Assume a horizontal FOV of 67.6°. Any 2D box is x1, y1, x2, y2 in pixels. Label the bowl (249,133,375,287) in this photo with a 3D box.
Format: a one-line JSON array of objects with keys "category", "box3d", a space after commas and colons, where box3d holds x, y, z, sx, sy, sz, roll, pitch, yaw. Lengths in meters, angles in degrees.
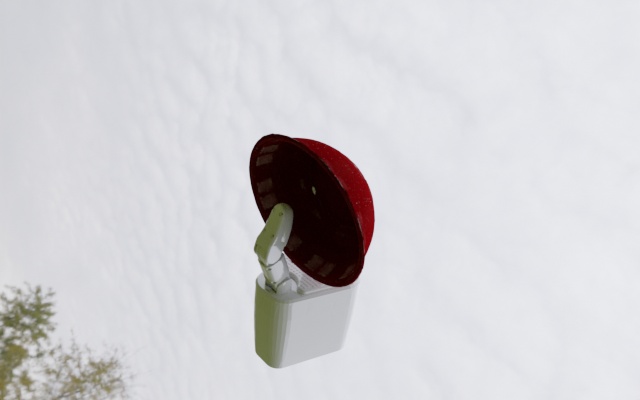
[{"category": "bowl", "box3d": [0.001, 0.000, 0.464, 0.055, 0.162, 0.162, -31, 18, -32]}]
